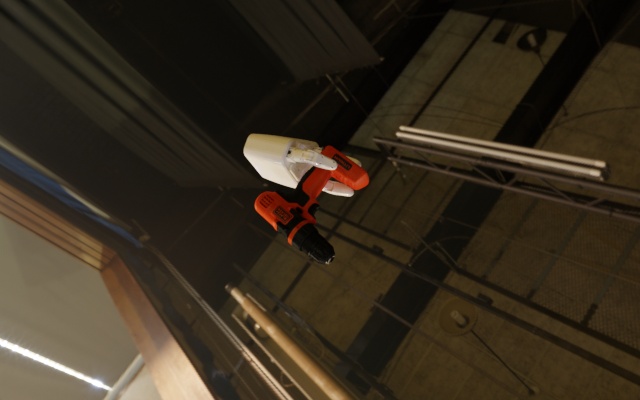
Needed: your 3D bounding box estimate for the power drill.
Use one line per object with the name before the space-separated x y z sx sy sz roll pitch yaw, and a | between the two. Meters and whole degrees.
power drill | 0.000 0.002 0.867 0.184 0.187 0.057 39 -16 22
